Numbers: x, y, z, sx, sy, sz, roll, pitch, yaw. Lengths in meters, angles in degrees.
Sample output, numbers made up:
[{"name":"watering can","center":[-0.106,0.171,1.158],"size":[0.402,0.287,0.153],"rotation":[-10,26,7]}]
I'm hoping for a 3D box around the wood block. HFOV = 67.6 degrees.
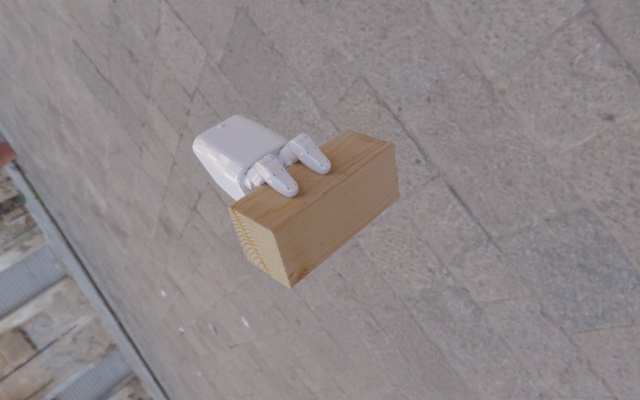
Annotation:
[{"name":"wood block","center":[0.000,0.002,0.607],"size":[0.206,0.091,0.090],"rotation":[-37,42,-30]}]
